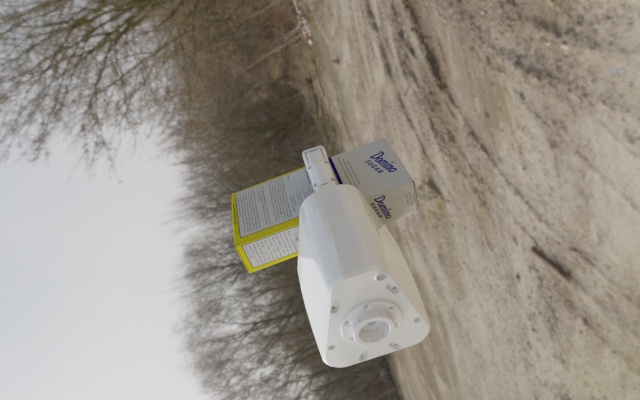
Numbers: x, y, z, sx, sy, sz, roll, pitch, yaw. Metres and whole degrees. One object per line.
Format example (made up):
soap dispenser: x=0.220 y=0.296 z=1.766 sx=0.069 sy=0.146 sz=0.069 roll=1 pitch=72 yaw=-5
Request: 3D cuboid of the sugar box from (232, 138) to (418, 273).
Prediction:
sugar box: x=0.000 y=0.002 z=0.482 sx=0.176 sy=0.048 sz=0.093 roll=-18 pitch=36 yaw=-1
